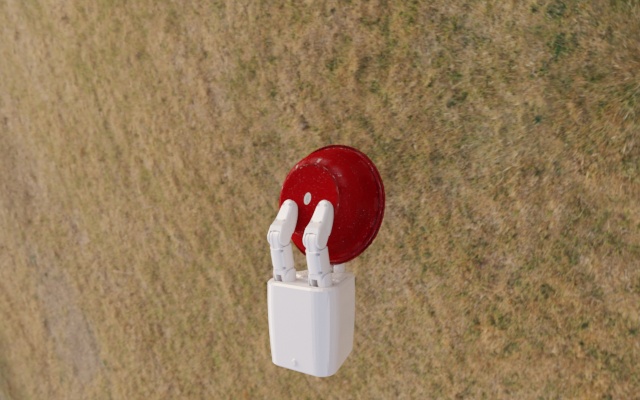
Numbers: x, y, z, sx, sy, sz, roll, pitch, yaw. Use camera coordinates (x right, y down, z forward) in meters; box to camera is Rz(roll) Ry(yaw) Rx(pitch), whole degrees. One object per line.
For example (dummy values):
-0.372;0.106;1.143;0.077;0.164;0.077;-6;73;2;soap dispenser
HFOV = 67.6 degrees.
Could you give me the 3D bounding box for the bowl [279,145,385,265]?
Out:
0.000;0.001;0.617;0.162;0.162;0.055;0;-6;35;bowl
